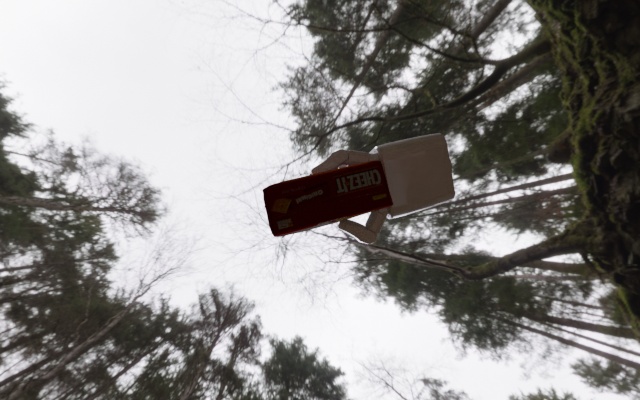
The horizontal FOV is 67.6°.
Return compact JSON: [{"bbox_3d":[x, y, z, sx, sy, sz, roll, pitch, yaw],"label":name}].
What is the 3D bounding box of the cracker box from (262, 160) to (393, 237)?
[{"bbox_3d":[0.000,0.003,0.717,0.164,0.072,0.214,-15,-4,-6],"label":"cracker box"}]
